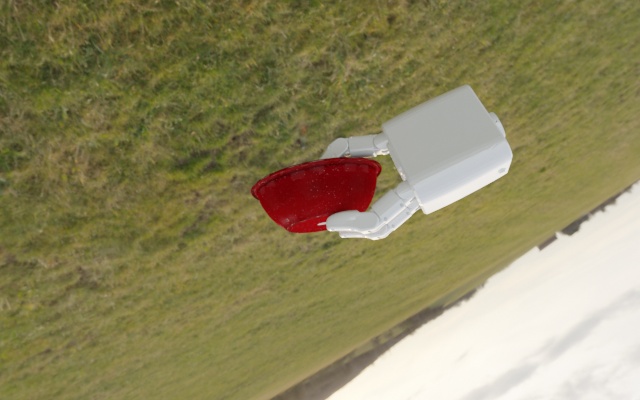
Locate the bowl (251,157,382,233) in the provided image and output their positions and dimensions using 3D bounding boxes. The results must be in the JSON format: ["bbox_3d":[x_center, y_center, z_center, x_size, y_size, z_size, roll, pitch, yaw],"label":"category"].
[{"bbox_3d":[-0.001,0.003,0.575,0.162,0.055,0.162,-10,-14,-2],"label":"bowl"}]
